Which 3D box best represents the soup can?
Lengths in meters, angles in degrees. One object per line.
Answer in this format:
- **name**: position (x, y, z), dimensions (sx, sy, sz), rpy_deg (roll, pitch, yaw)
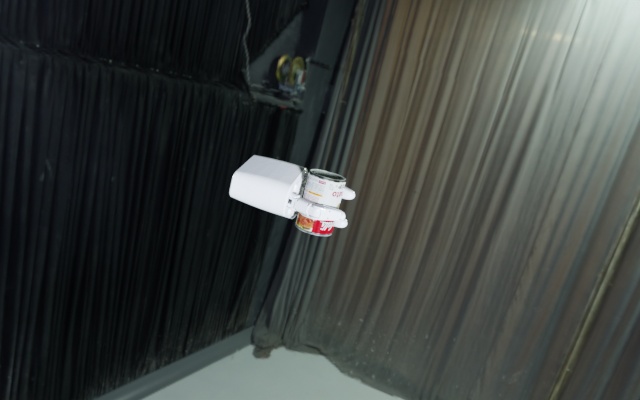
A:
- **soup can**: position (0.001, 0.003, 0.835), dimensions (0.068, 0.102, 0.068), rpy_deg (14, 14, -3)
